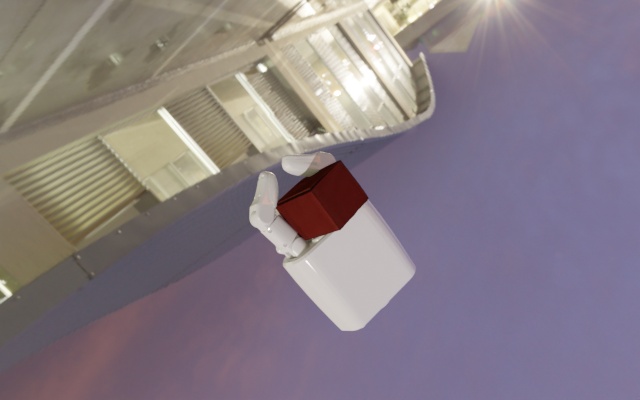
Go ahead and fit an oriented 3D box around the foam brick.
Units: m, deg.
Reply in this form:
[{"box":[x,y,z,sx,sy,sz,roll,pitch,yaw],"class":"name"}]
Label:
[{"box":[0.000,0.002,0.493,0.053,0.051,0.078,-44,12,-32],"class":"foam brick"}]
